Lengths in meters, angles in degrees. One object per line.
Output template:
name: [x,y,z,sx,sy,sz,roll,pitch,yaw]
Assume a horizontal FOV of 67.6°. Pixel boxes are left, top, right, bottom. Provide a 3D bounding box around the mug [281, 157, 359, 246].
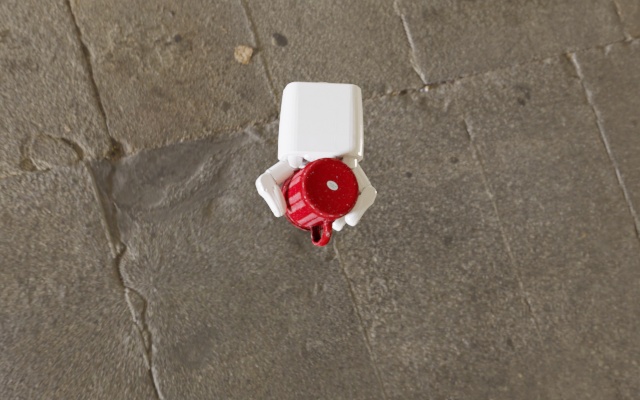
mug: [0.000,0.003,0.638,0.093,0.117,0.081,5,-12,-19]
